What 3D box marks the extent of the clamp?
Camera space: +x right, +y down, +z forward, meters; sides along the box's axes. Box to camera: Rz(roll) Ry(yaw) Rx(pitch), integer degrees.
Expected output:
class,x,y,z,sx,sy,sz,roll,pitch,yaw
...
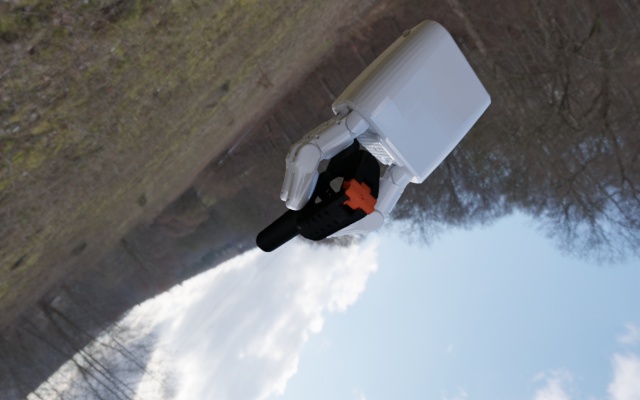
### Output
class,x,y,z,sx,sy,sz,roll,pitch,yaw
clamp,0.001,0.002,0.455,0.036,0.164,0.210,41,-1,-12
